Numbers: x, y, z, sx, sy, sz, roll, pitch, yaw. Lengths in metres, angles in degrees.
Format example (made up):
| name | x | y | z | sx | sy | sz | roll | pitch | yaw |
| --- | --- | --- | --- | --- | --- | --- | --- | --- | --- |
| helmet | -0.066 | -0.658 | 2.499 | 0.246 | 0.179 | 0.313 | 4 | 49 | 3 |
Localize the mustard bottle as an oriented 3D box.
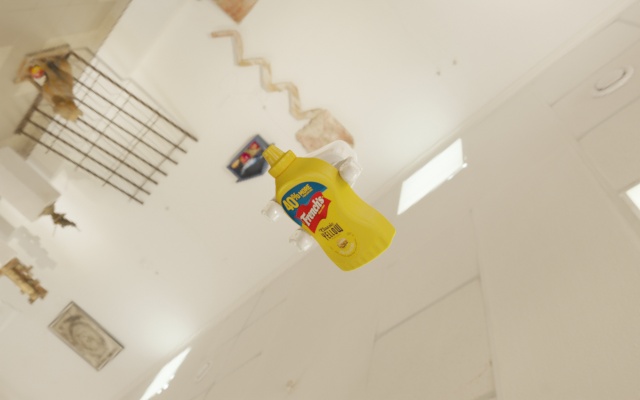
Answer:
| name | x | y | z | sx | sy | sz | roll | pitch | yaw |
| --- | --- | --- | --- | --- | --- | --- | --- | --- | --- |
| mustard bottle | 0.000 | 0.002 | 0.611 | 0.096 | 0.191 | 0.058 | -36 | 12 | 42 |
